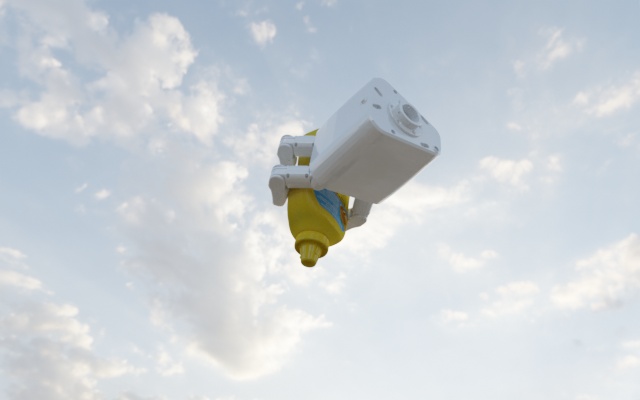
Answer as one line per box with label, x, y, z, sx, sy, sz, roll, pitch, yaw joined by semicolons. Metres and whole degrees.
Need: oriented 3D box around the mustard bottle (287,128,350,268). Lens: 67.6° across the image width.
mustard bottle;0.000;0.002;0.607;0.058;0.191;0.096;-17;-49;27
